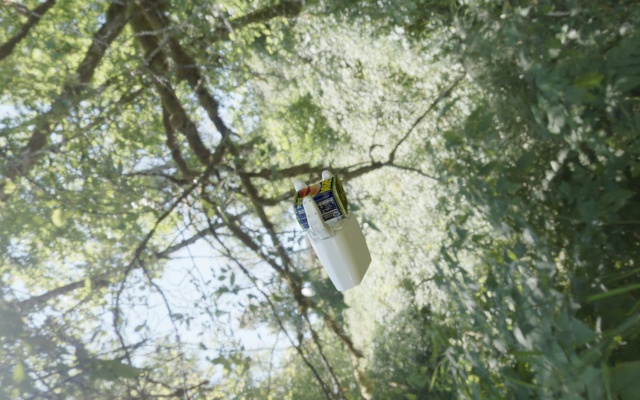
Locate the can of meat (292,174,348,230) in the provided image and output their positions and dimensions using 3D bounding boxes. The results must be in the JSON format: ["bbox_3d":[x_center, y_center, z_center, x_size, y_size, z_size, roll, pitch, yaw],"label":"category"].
[{"bbox_3d":[0.000,0.003,0.853,0.084,0.057,0.102,-22,18,11],"label":"can of meat"}]
